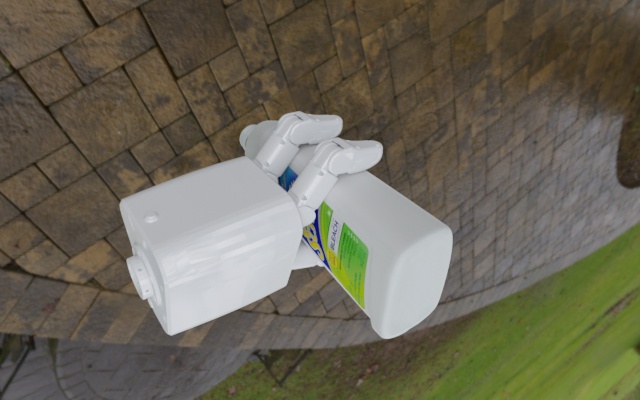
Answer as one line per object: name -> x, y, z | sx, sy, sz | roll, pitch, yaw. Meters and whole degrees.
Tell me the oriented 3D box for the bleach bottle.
bleach bottle -> 0.000, 0.001, 0.430 | 0.068, 0.103, 0.250 | -23, 43, -29
